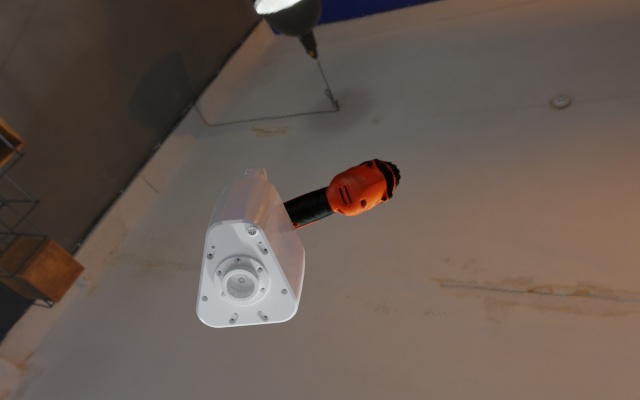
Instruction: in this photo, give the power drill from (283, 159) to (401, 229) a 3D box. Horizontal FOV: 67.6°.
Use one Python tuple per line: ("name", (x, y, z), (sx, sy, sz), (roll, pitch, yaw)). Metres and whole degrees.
("power drill", (0.000, 0.002, 0.581), (0.188, 0.057, 0.184), (-23, -2, 23))
